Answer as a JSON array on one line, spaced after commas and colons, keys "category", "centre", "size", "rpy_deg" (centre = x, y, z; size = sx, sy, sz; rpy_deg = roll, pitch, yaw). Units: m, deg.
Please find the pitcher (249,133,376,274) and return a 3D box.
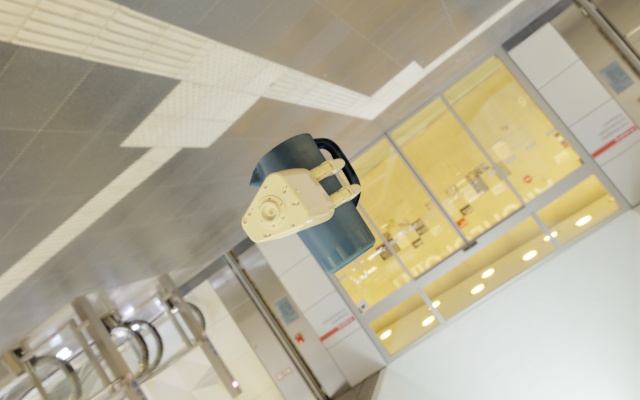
[{"category": "pitcher", "centre": [0.000, 0.003, 0.877], "size": [0.149, 0.243, 0.145], "rpy_deg": [-38, -9, 20]}]
